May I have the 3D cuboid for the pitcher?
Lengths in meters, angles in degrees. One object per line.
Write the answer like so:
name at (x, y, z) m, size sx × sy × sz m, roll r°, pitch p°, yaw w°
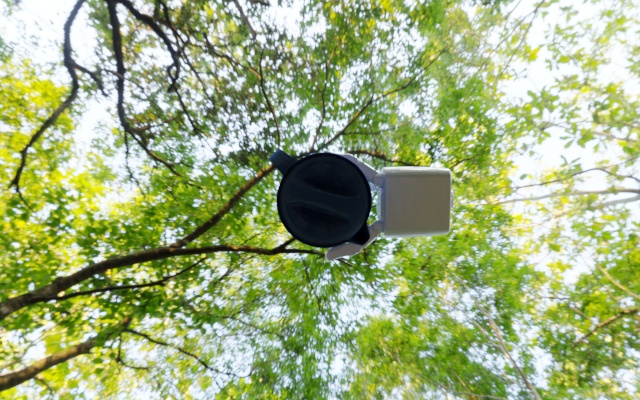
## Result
pitcher at (0.000, 0.003, 0.774) m, size 0.145 × 0.149 × 0.243 m, roll -3°, pitch -6°, yaw 1°
